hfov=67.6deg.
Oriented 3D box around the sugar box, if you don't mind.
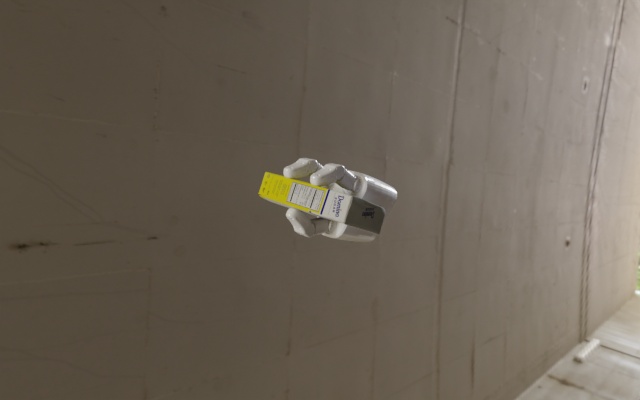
[{"bbox_3d":[0.000,0.002,0.711,0.176,0.048,0.093,14,-4,39],"label":"sugar box"}]
